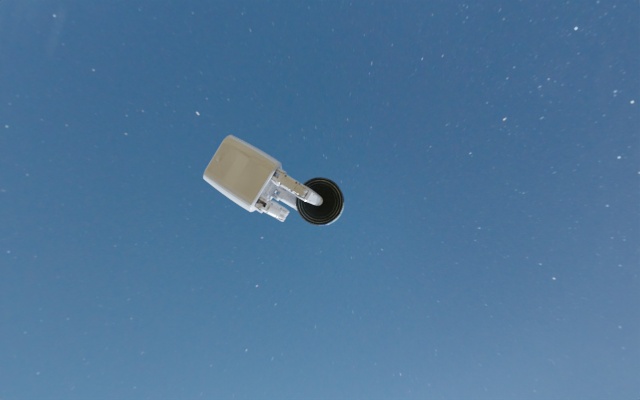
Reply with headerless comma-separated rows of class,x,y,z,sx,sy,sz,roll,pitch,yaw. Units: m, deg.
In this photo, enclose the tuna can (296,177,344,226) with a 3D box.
tuna can,0.000,0.003,0.860,0.086,0.086,0.034,0,-5,8
